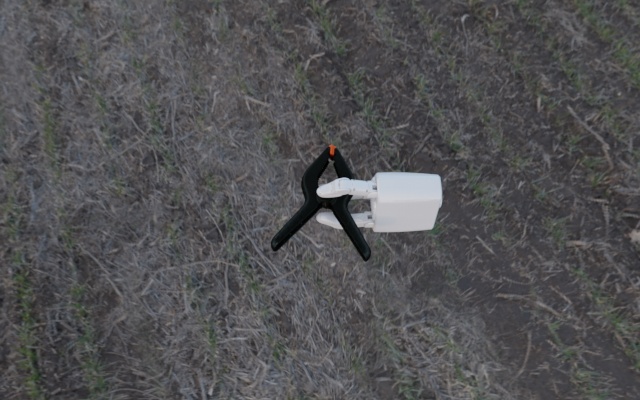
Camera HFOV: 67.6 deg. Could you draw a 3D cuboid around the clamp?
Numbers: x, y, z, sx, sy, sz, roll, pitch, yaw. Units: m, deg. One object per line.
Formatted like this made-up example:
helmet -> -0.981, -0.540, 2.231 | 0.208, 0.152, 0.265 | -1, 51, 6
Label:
clamp -> 0.000, 0.002, 0.816 | 0.164, 0.210, 0.036 | 0, -23, -1
